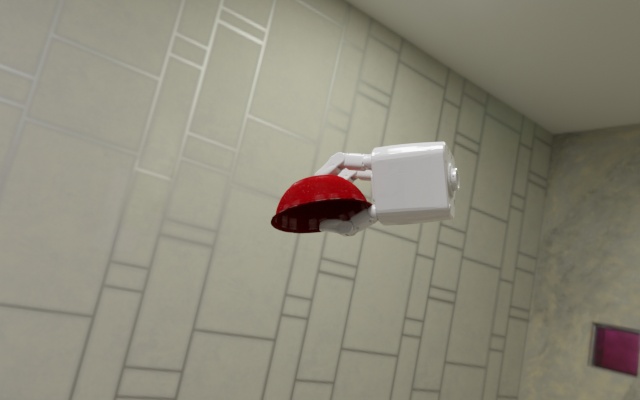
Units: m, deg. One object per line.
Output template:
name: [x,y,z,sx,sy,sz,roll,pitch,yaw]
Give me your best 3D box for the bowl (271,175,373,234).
bowl: [-0.001,0.002,0.746,0.162,0.055,0.162,-8,-19,-3]
